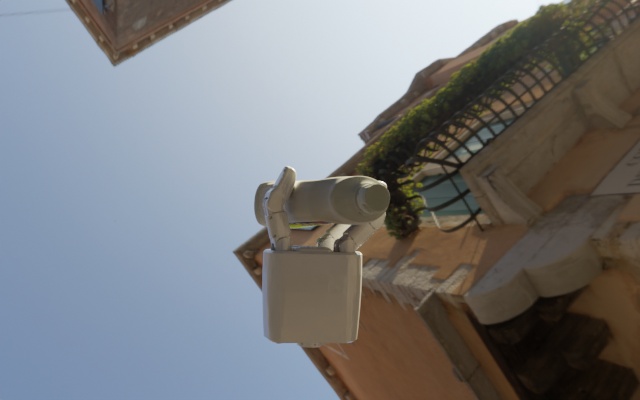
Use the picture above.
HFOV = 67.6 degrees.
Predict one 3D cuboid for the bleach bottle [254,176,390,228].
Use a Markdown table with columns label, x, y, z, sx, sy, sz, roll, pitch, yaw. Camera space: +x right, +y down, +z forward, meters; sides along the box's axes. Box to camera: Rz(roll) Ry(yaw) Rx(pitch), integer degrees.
| label | x | y | z | sx | sy | sz | roll | pitch | yaw |
| --- | --- | --- | --- | --- | --- | --- | --- | --- | --- |
| bleach bottle | 0.000 | 0.002 | 0.588 | 0.102 | 0.068 | 0.251 | 2 | -3 | -23 |
